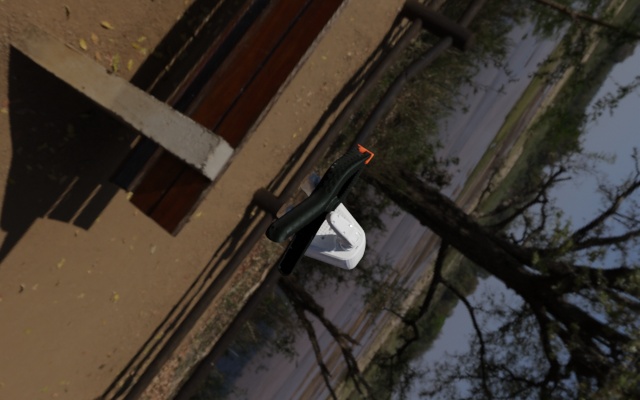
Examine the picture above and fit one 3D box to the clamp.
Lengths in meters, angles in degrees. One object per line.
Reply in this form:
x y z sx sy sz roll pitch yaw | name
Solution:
0.001 0.002 0.642 0.036 0.210 0.165 35 -12 14 | clamp
